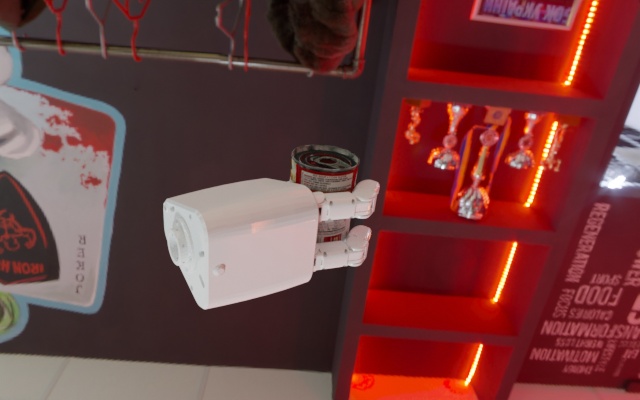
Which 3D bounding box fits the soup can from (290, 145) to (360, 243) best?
[{"bbox_3d":[0.000,0.002,0.494,0.068,0.102,0.068,5,25,-2],"label":"soup can"}]
